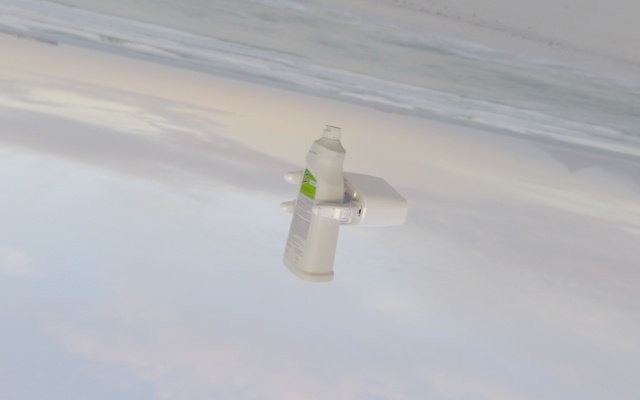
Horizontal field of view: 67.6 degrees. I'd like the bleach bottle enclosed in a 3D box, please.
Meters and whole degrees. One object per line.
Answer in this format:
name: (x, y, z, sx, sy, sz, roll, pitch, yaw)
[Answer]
bleach bottle: (0.000, 0.003, 0.794, 0.068, 0.251, 0.102, 4, 14, -34)
